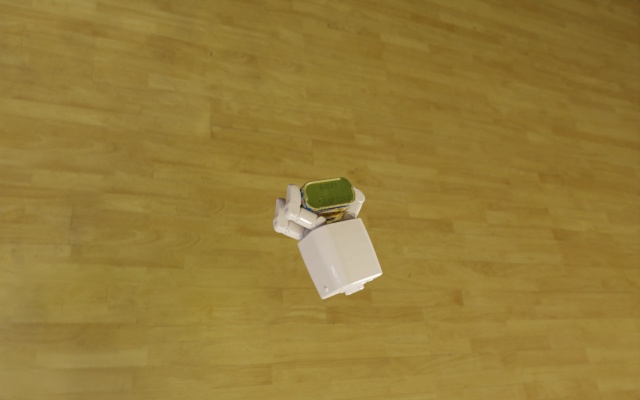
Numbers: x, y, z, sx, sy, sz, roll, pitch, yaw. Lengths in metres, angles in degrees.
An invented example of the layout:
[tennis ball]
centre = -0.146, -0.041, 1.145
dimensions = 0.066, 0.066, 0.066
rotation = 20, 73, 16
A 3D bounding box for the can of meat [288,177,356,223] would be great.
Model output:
[can of meat]
centre = 0.000, 0.003, 0.830
dimensions = 0.102, 0.057, 0.084
rotation = -10, -18, -28
